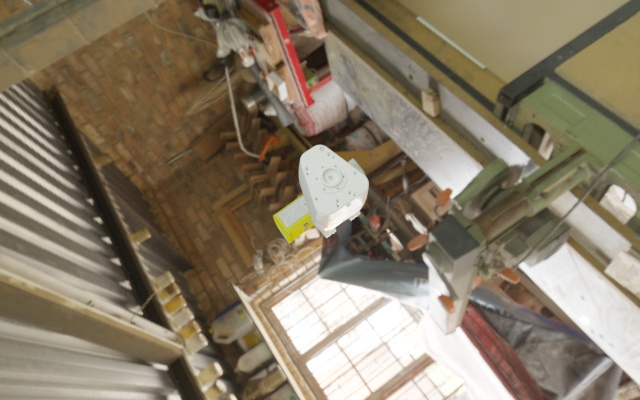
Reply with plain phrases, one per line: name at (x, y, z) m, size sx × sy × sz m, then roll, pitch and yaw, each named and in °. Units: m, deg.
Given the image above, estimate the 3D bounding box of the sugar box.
sugar box at (0.000, 0.003, 0.863) m, size 0.176 × 0.048 × 0.093 m, roll -34°, pitch -13°, yaw -9°
